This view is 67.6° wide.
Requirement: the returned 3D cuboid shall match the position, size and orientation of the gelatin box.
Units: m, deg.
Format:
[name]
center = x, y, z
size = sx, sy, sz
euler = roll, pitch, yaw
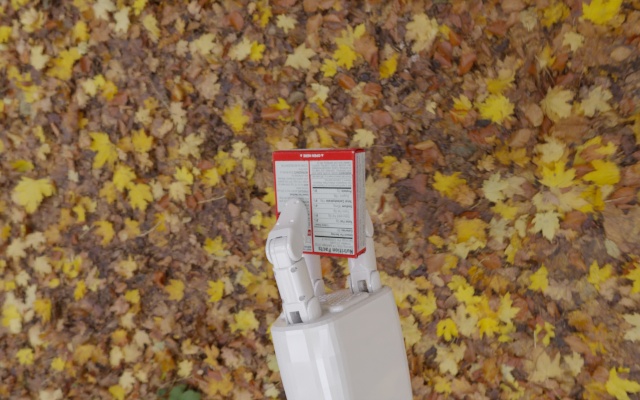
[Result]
[gelatin box]
center = 0.000, 0.001, 0.400
size = 0.073, 0.089, 0.030
euler = 2, 10, 24
